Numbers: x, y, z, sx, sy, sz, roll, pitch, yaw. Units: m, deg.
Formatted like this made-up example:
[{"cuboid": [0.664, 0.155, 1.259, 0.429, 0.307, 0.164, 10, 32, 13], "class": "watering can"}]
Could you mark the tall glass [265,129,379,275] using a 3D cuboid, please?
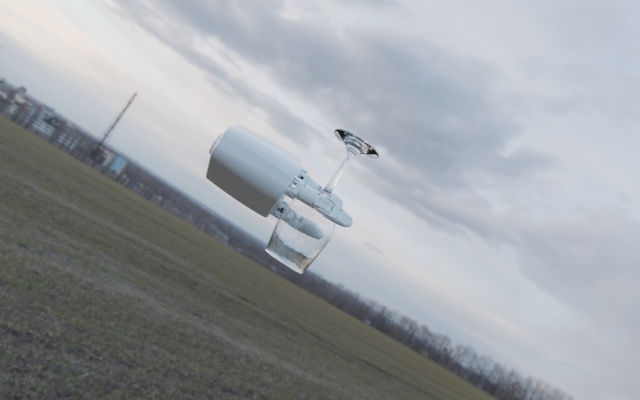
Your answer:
[{"cuboid": [0.001, 0.002, 0.671, 0.079, 0.201, 0.079, 31, -8, 5], "class": "tall glass"}]
